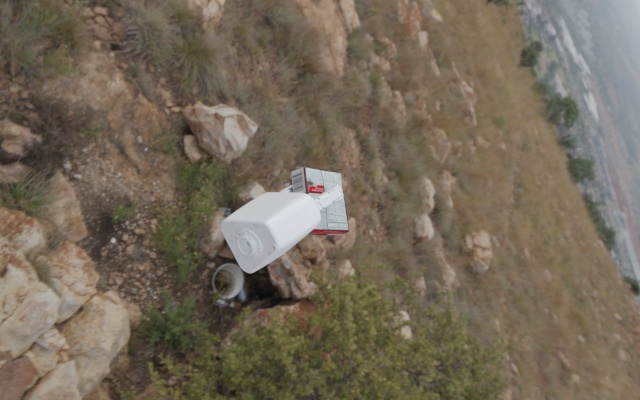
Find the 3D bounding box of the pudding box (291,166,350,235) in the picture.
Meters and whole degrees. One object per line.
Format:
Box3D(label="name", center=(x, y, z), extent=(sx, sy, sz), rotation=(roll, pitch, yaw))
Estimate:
Box3D(label="pudding box", center=(0.000, 0.003, 0.819), extent=(0.090, 0.113, 0.039), rotation=(6, -18, -43))
